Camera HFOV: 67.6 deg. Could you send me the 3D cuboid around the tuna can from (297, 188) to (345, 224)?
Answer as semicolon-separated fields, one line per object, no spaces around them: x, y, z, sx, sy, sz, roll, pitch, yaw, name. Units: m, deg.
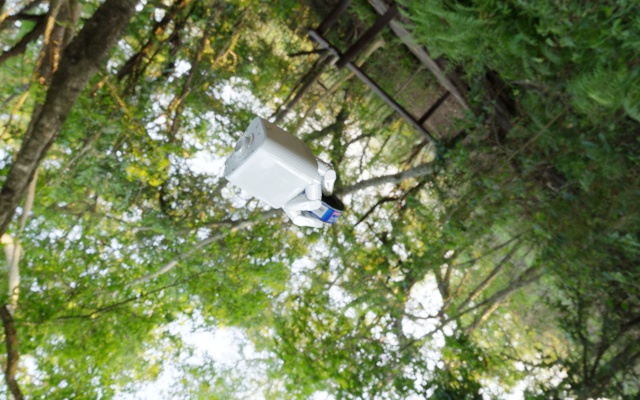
0.000;0.003;0.862;0.086;0.034;0.086;34;17;-12;tuna can
